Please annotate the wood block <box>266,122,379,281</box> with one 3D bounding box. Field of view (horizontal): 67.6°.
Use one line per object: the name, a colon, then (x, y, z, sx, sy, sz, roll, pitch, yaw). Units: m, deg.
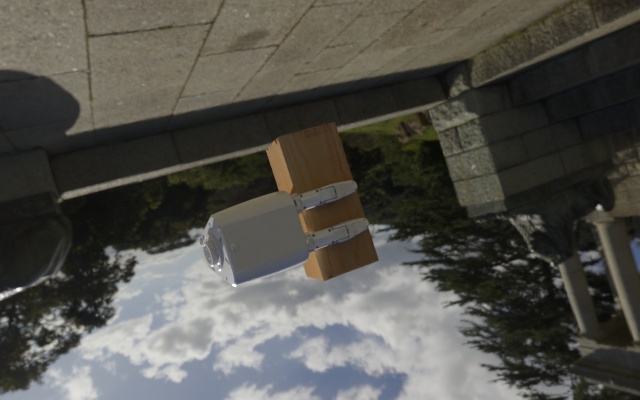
wood block: (0.000, 0.003, 0.701, 0.090, 0.206, 0.091, -18, 1, -19)
